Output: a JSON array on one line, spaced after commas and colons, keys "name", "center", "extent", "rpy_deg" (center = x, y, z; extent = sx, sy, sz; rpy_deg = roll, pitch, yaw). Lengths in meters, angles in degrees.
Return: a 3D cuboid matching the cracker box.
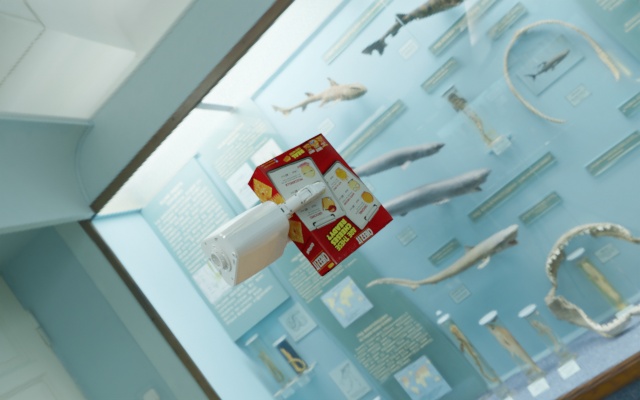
[{"name": "cracker box", "center": [0.000, 0.003, 0.855], "extent": [0.164, 0.213, 0.072], "rpy_deg": [-33, -10, -37]}]
